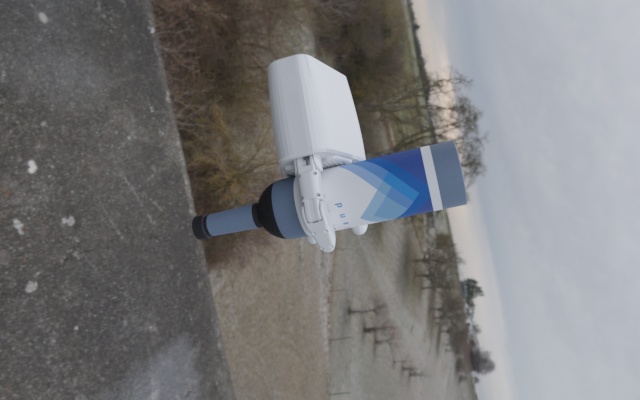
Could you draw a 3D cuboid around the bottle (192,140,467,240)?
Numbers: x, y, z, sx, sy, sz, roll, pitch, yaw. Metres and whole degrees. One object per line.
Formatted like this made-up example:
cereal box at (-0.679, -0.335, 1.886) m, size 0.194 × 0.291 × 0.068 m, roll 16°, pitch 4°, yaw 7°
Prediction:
bottle at (0.000, 0.002, 0.512) m, size 0.296 × 0.069 × 0.069 m, roll -12°, pitch -3°, yaw 13°
